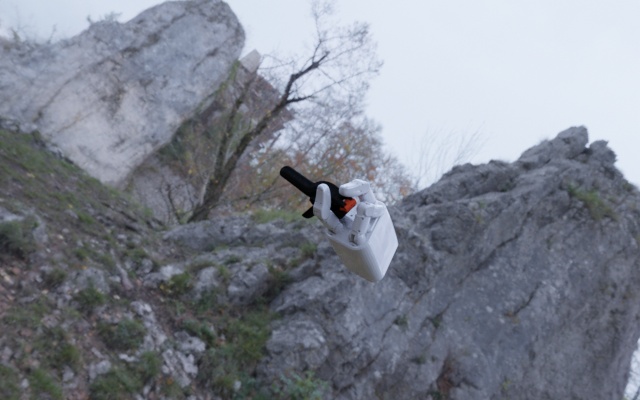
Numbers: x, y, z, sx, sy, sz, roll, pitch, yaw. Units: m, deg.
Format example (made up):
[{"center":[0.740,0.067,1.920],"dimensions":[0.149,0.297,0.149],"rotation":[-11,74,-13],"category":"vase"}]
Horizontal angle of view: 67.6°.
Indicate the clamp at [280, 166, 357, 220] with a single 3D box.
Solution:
[{"center":[0.001,0.002,0.876],"dimensions":[0.171,0.120,0.039],"rotation":[24,62,43],"category":"clamp"}]
